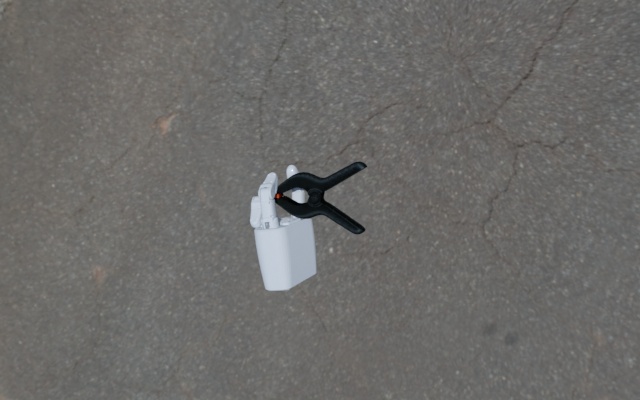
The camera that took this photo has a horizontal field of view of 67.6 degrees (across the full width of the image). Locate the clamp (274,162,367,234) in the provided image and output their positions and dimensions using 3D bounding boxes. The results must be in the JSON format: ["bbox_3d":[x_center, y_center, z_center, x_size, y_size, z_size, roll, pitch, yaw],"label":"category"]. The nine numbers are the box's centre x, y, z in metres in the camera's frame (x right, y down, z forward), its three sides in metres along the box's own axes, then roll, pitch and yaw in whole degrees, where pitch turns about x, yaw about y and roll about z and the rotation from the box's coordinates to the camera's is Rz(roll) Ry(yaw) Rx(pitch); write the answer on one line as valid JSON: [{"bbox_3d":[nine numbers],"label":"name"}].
[{"bbox_3d":[0.000,0.003,0.804,0.171,0.120,0.039,-6,3,17],"label":"clamp"}]
